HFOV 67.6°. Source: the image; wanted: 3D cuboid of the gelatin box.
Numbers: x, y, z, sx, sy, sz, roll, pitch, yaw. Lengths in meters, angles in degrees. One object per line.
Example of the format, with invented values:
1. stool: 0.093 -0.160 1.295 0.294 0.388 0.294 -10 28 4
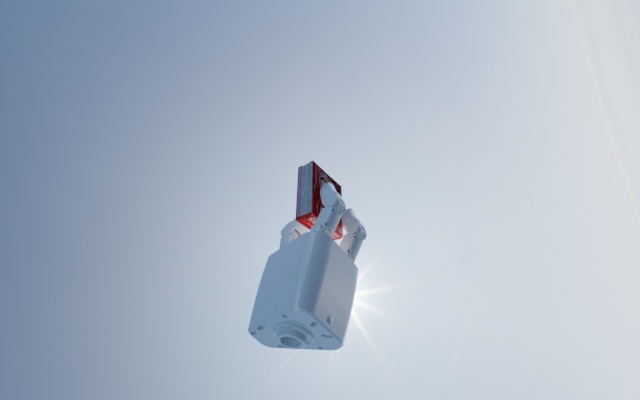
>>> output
1. gelatin box: 0.000 0.002 0.653 0.030 0.089 0.073 -21 -40 28
